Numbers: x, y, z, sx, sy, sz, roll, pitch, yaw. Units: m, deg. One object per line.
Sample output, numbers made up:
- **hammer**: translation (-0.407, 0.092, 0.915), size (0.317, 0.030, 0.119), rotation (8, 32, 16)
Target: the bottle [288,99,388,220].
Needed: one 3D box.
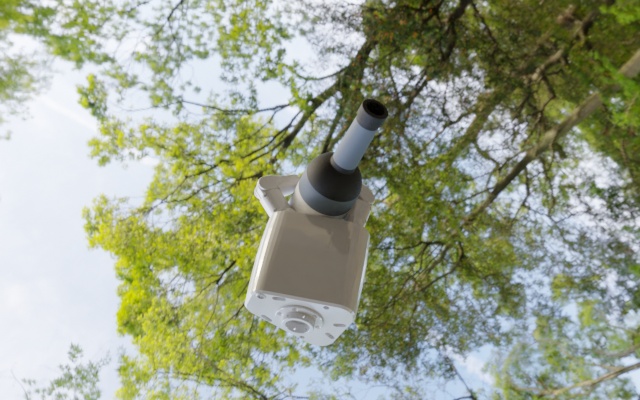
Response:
- **bottle**: translation (0.000, 0.002, 0.555), size (0.069, 0.069, 0.296), rotation (0, -37, -26)
